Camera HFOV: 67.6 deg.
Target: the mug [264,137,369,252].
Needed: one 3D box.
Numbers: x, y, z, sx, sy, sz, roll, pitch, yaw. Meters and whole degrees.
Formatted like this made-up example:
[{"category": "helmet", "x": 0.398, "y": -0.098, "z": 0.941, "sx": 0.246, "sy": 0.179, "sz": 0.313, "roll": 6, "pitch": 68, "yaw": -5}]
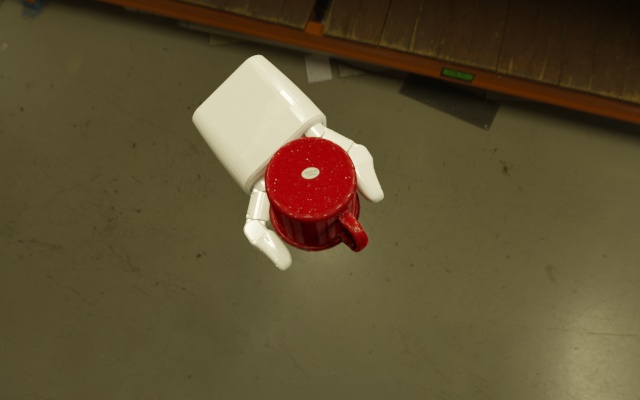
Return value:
[{"category": "mug", "x": 0.001, "y": 0.002, "z": 0.443, "sx": 0.093, "sy": 0.117, "sz": 0.081, "roll": -38, "pitch": -17, "yaw": -11}]
